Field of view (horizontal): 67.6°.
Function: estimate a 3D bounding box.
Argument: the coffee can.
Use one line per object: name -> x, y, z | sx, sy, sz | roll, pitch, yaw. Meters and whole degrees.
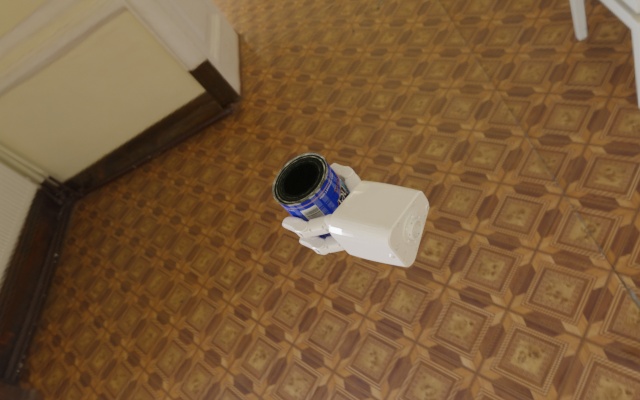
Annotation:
coffee can -> 0.000, 0.003, 0.801 | 0.103, 0.102, 0.140 | 0, -33, 35
